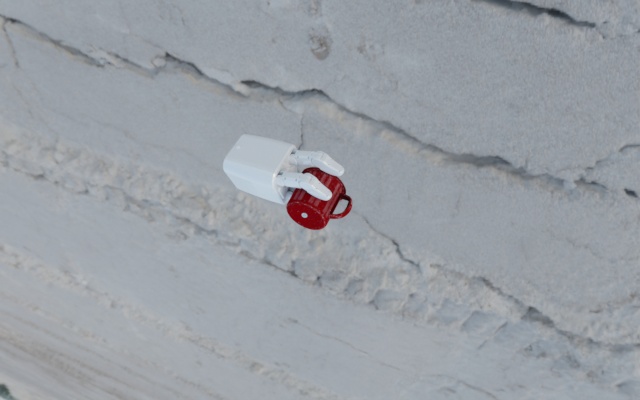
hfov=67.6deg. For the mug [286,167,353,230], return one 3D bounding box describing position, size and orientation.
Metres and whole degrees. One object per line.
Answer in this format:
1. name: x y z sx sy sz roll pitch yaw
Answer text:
1. mug: 0.001 0.003 0.868 0.117 0.081 0.093 16 -35 18
